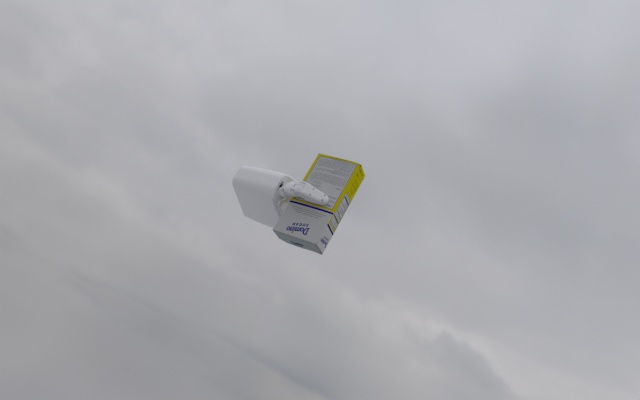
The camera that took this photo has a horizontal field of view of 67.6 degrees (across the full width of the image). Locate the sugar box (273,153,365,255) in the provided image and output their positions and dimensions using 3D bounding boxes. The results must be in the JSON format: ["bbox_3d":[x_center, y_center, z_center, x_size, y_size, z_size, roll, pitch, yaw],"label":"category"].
[{"bbox_3d":[0.000,0.003,0.847,0.093,0.176,0.048,17,-25,29],"label":"sugar box"}]
